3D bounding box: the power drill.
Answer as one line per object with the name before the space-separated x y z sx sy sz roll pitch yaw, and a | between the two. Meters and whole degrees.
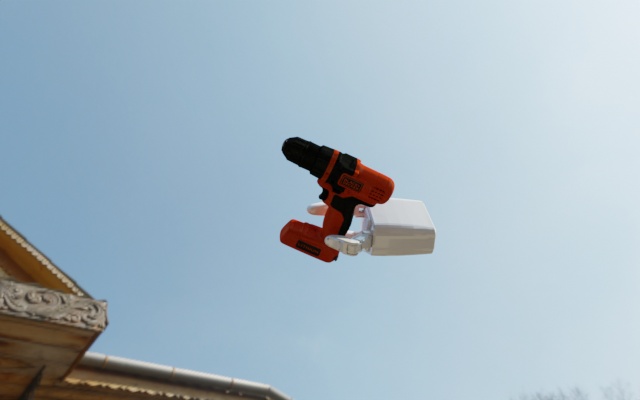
power drill | 0.000 0.003 0.767 0.184 0.188 0.057 25 35 -4
